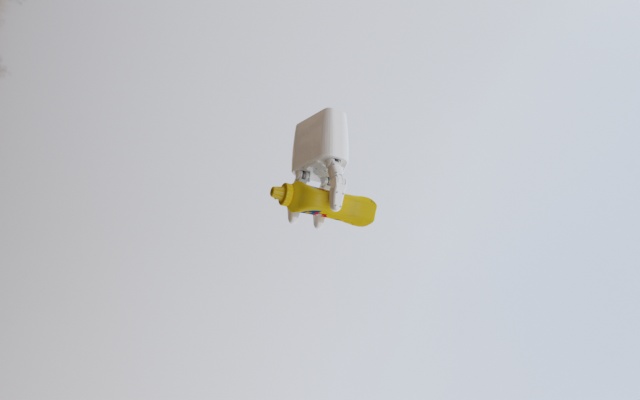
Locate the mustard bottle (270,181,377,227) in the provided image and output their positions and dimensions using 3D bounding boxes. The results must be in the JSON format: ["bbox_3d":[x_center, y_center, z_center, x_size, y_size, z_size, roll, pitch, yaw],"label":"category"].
[{"bbox_3d":[0.000,0.003,0.869,0.191,0.058,0.096,13,-2,-25],"label":"mustard bottle"}]
